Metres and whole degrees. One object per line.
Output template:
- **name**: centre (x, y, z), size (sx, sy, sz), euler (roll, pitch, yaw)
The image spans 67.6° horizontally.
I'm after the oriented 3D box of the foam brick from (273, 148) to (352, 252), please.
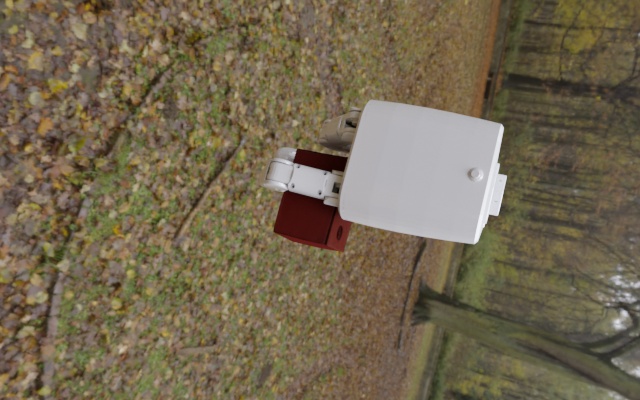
- **foam brick**: centre (0.000, 0.002, 0.419), size (0.051, 0.078, 0.053), euler (13, -8, 20)
